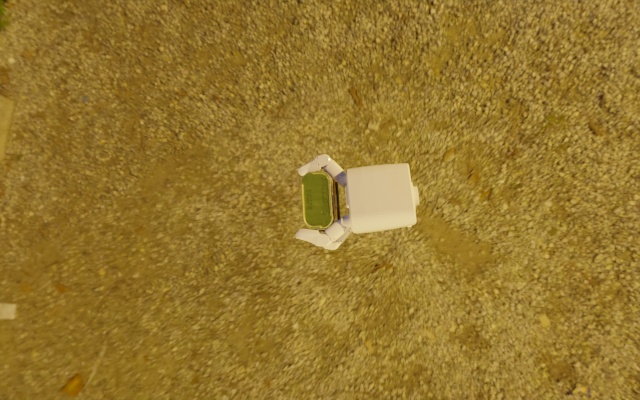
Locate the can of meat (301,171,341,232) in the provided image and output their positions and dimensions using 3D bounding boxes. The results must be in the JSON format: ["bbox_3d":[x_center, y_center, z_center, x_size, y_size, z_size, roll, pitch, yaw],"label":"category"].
[{"bbox_3d":[0.000,0.003,0.829,0.057,0.102,0.084,-5,-6,8],"label":"can of meat"}]
